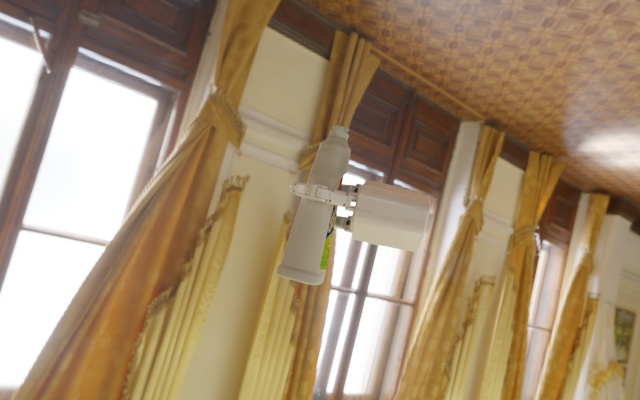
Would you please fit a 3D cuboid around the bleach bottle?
[{"bbox_3d":[0.000,0.003,0.752,0.068,0.251,0.102,14,-5,11],"label":"bleach bottle"}]
